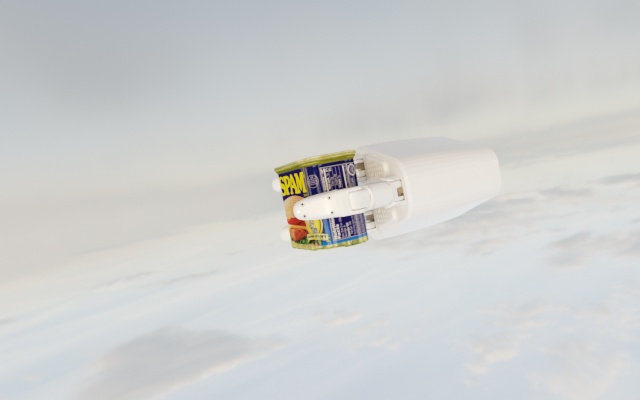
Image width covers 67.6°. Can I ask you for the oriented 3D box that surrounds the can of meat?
[{"bbox_3d":[0.000,0.002,0.461,0.057,0.084,0.102,-12,3,-23],"label":"can of meat"}]
